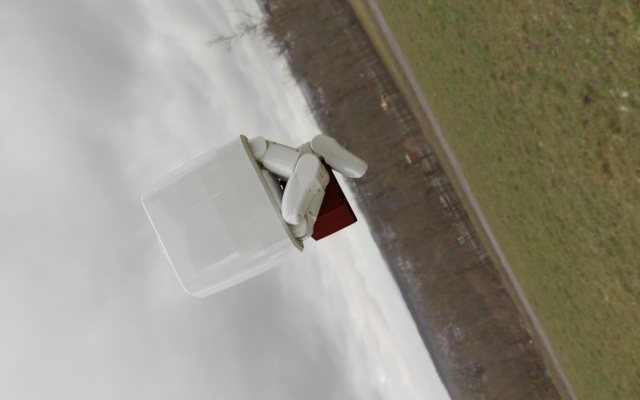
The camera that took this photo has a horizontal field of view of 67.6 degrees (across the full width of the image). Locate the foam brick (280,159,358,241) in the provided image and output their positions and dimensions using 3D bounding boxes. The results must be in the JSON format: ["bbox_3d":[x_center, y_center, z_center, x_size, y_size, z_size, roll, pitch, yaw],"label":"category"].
[{"bbox_3d":[0.000,0.002,0.487,0.051,0.053,0.078,-27,-20,3],"label":"foam brick"}]
